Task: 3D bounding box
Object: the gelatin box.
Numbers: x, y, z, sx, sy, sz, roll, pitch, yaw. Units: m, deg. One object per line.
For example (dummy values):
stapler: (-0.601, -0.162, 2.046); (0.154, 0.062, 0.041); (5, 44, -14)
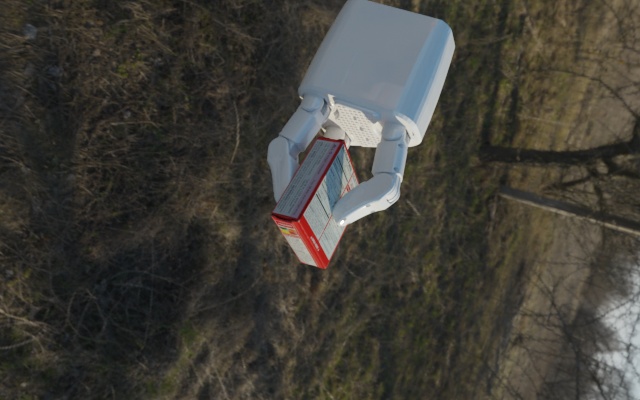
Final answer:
gelatin box: (0.000, 0.002, 0.409); (0.030, 0.089, 0.073); (11, -32, 28)
